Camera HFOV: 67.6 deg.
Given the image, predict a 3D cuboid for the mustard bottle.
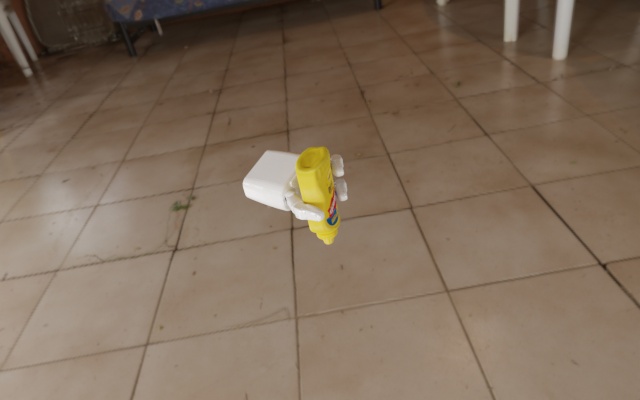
[{"bbox_3d":[0.000,0.003,0.892,0.058,0.192,0.096,-1,34,14],"label":"mustard bottle"}]
